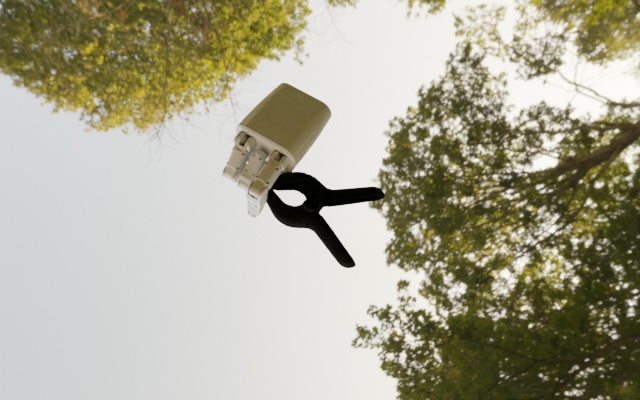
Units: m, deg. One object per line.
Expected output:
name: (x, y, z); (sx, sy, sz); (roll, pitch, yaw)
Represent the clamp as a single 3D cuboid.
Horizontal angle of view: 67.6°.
clamp: (0.000, 0.002, 0.650); (0.171, 0.120, 0.039); (32, -25, 8)
